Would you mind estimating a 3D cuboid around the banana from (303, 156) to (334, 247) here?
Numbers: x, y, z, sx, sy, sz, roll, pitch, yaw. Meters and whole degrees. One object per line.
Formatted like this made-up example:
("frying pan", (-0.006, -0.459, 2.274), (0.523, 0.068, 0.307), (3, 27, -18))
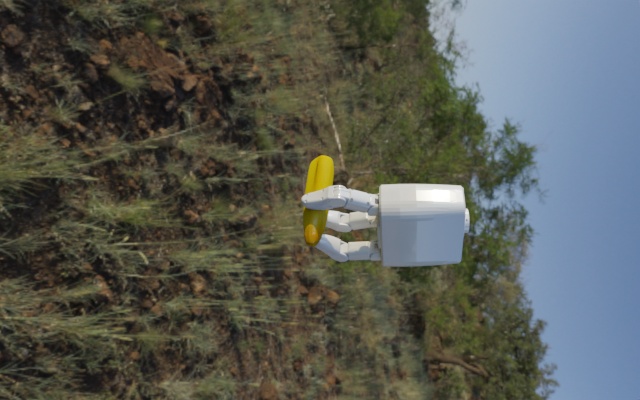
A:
("banana", (0.000, -0.016, 0.685), (0.037, 0.070, 0.197), (0, 30, 5))
